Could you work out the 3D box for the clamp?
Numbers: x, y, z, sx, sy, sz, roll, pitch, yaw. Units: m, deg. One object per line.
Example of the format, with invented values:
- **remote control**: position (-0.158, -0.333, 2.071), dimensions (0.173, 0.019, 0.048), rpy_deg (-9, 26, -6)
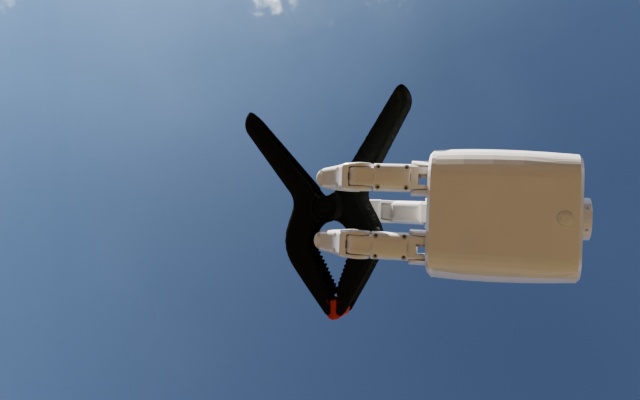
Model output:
- **clamp**: position (0.001, 0.002, 0.446), dimensions (0.164, 0.210, 0.036), rpy_deg (2, -1, 24)
